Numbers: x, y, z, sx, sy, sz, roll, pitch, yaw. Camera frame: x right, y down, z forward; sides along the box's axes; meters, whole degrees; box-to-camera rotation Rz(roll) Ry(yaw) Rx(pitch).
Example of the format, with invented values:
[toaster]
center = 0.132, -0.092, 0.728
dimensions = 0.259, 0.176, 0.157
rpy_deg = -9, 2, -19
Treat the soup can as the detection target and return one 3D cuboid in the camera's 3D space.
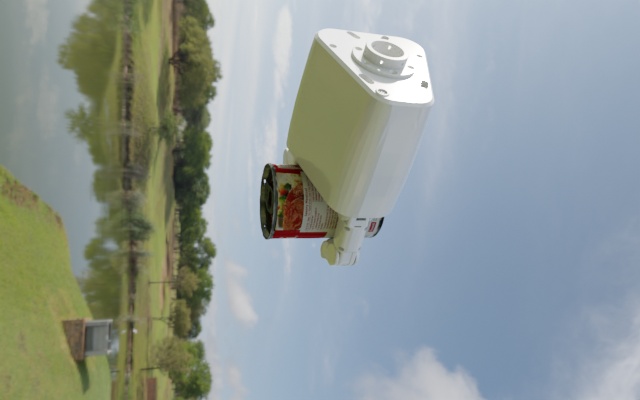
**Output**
[soup can]
center = 0.000, 0.002, 0.438
dimensions = 0.102, 0.068, 0.068
rpy_deg = 1, 0, -17
